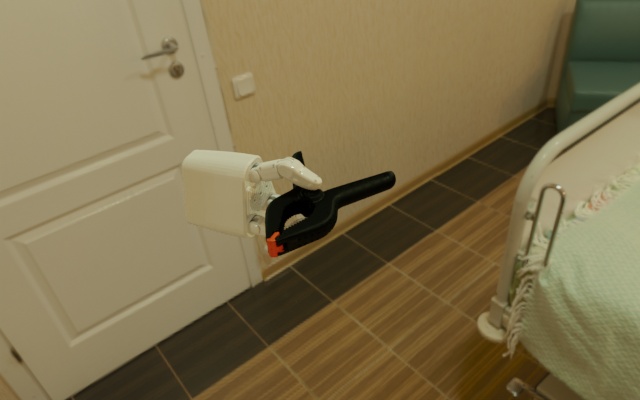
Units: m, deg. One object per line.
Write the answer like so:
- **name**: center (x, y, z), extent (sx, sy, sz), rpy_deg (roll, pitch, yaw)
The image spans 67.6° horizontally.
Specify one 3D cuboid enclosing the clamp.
- **clamp**: center (0.000, 0.002, 0.633), extent (0.164, 0.036, 0.210), rpy_deg (9, 38, 20)
